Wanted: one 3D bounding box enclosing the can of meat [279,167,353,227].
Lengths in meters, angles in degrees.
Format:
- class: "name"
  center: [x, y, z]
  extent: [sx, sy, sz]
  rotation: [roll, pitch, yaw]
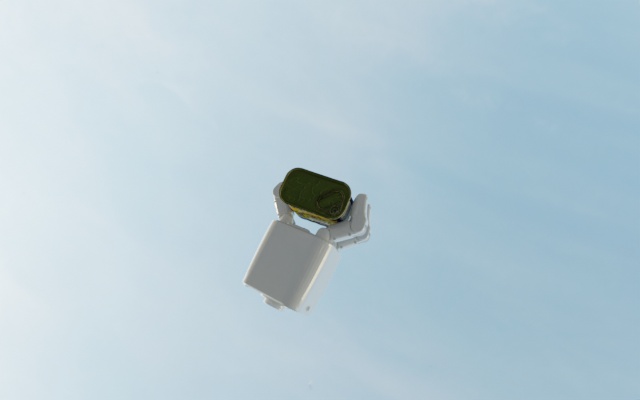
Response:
- class: "can of meat"
  center: [0.000, 0.002, 0.704]
  extent: [0.102, 0.057, 0.084]
  rotation: [19, -14, 18]
